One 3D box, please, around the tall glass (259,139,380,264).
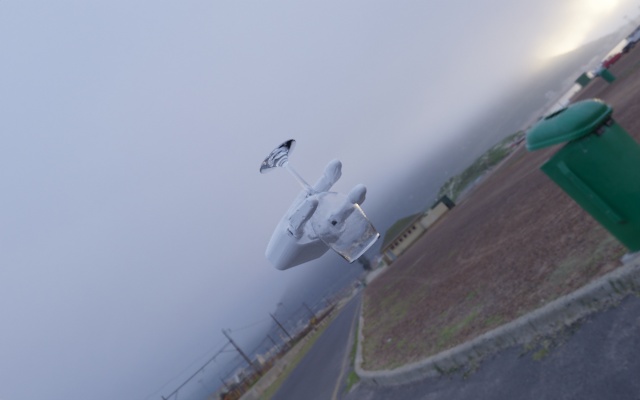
[{"bbox_3d":[0.000,0.002,0.727,0.079,0.201,0.079,-42,-10,-9],"label":"tall glass"}]
